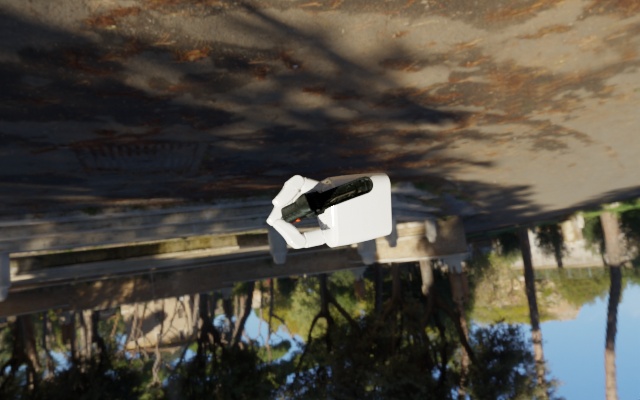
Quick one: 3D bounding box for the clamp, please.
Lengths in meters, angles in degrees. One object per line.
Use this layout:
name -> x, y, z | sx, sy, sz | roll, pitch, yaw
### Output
clamp -> 0.000, 0.003, 0.707 | 0.120, 0.039, 0.171 | -11, -4, -21
